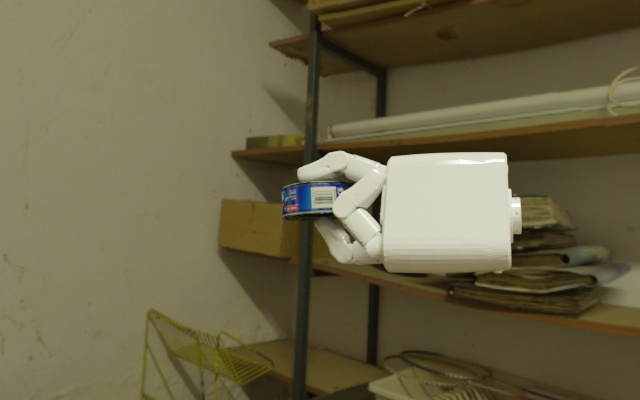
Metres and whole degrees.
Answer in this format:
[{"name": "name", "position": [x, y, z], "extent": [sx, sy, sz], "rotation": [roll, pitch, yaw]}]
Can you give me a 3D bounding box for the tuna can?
[{"name": "tuna can", "position": [0.000, 0.001, 0.519], "extent": [0.086, 0.033, 0.086], "rotation": [-3, -7, 0]}]
